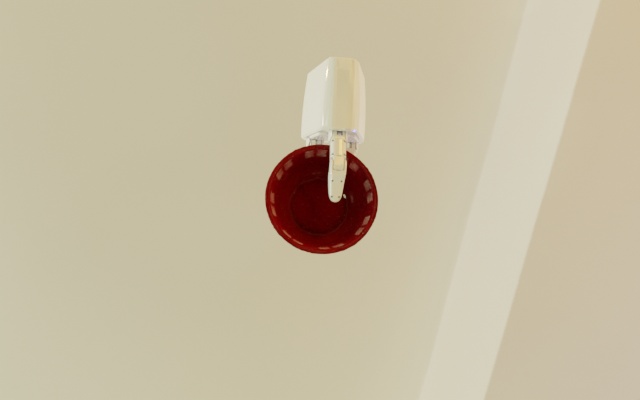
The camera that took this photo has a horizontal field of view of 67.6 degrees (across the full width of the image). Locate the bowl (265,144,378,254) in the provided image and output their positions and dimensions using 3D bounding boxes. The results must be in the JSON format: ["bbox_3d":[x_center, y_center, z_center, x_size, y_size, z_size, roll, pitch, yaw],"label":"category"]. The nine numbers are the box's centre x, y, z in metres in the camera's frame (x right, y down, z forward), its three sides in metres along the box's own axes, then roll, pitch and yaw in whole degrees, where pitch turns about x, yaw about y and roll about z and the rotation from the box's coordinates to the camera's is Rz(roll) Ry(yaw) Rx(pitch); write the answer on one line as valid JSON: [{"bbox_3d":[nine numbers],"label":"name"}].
[{"bbox_3d":[0.000,0.004,0.700,0.162,0.162,0.055,0,-14,-6],"label":"bowl"}]
